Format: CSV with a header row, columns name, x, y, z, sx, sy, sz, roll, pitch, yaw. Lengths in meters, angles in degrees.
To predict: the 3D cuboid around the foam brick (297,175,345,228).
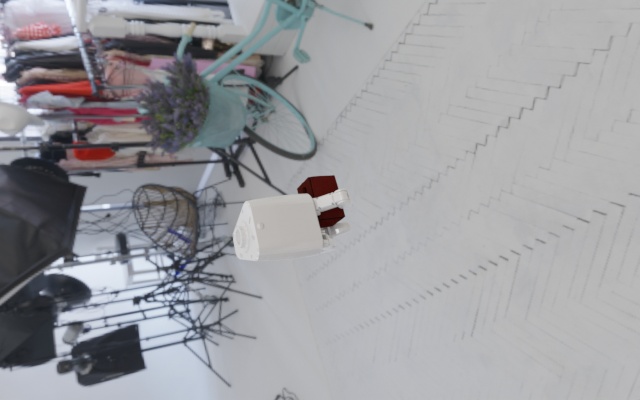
name,x,y,z,sx,sy,sz,roll,pitch,yaw
foam brick,0.000,0.002,0.799,0.051,0.078,0.053,-5,-19,-27
